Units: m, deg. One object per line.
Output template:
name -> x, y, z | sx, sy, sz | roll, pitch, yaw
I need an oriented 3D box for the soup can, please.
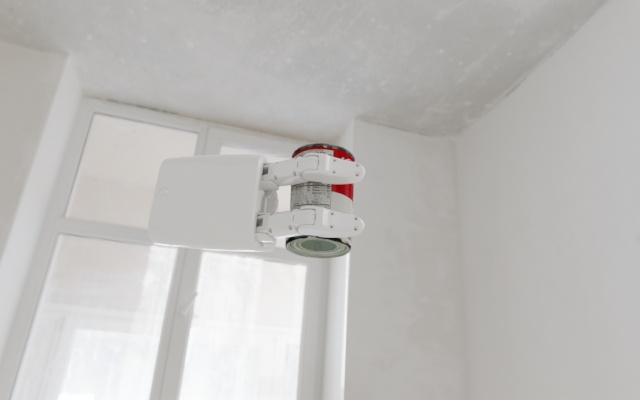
soup can -> 0.001, 0.002, 0.492 | 0.068, 0.102, 0.068 | 3, -23, 1
